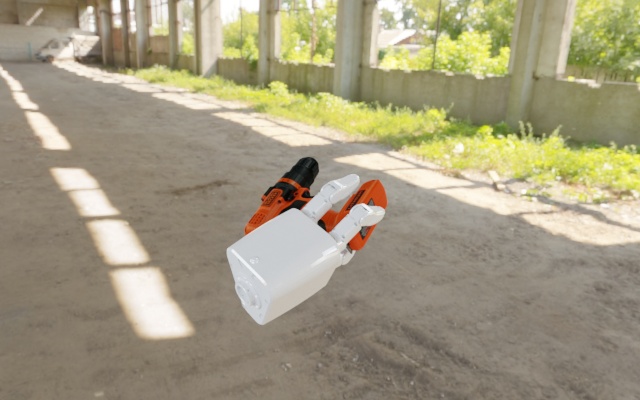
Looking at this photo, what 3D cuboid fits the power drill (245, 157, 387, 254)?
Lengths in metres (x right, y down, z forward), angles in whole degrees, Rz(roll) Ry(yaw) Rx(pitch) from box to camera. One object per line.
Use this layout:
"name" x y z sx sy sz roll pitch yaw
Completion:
"power drill" 0.000 0.003 0.710 0.187 0.057 0.184 5 47 36
